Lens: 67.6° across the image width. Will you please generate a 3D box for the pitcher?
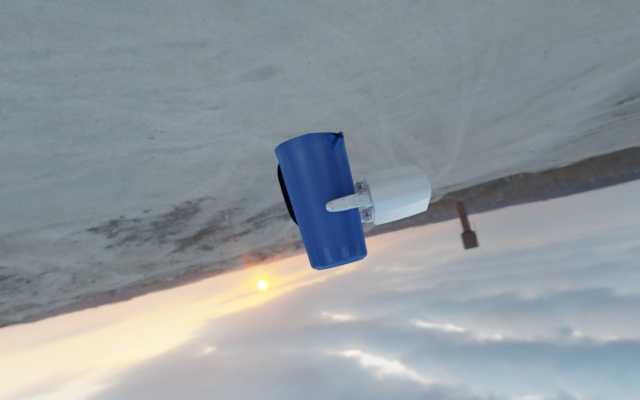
[{"bbox_3d":[0.000,0.003,0.891,0.145,0.243,0.149,-14,-5,1],"label":"pitcher"}]
